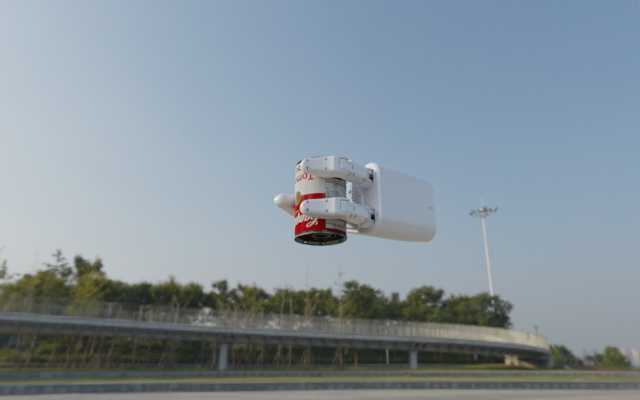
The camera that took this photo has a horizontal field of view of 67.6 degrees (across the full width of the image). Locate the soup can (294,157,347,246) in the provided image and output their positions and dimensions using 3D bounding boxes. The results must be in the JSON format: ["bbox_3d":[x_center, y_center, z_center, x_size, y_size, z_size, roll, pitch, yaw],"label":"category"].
[{"bbox_3d":[0.000,0.002,0.622,0.068,0.102,0.068,0,-18,0],"label":"soup can"}]
